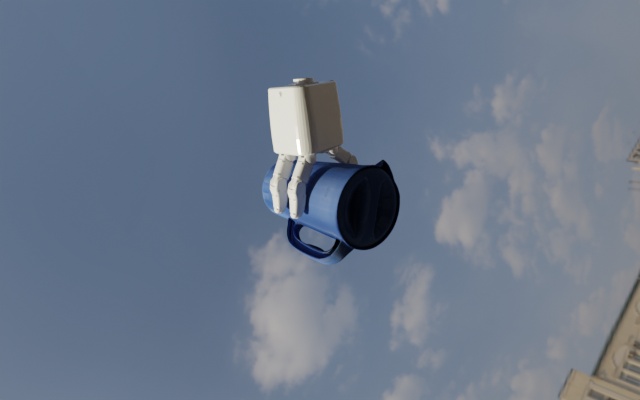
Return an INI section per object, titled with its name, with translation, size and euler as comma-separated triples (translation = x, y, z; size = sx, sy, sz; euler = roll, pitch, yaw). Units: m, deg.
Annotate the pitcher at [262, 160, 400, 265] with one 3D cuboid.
[pitcher]
translation = 0.000, 0.002, 0.813
size = 0.149, 0.145, 0.243
euler = -19, 20, -35
